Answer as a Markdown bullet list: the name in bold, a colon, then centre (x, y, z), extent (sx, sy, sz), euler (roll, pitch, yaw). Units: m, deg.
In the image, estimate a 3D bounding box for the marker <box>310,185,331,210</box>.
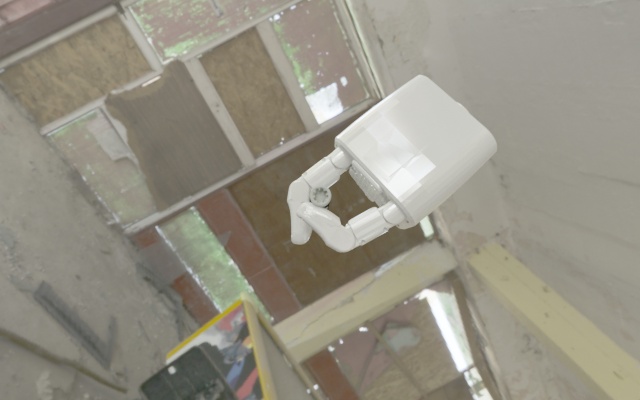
- **marker**: centre (0.000, 0.002, 0.478), extent (0.020, 0.020, 0.121), euler (0, -6, 0)
